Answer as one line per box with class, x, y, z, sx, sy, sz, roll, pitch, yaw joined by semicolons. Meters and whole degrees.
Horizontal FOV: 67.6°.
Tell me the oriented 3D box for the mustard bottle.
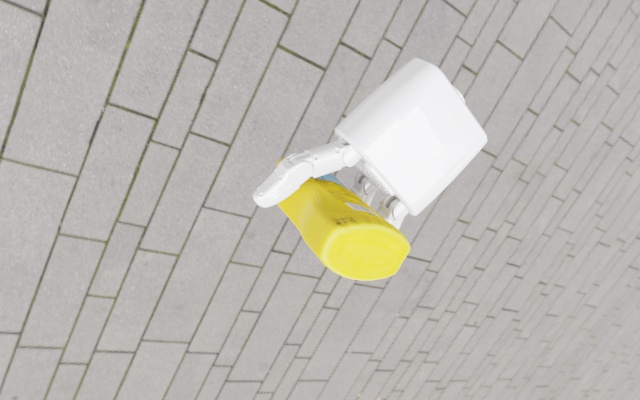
mustard bottle;0.000;0.002;0.478;0.096;0.058;0.191;14;20;-36
